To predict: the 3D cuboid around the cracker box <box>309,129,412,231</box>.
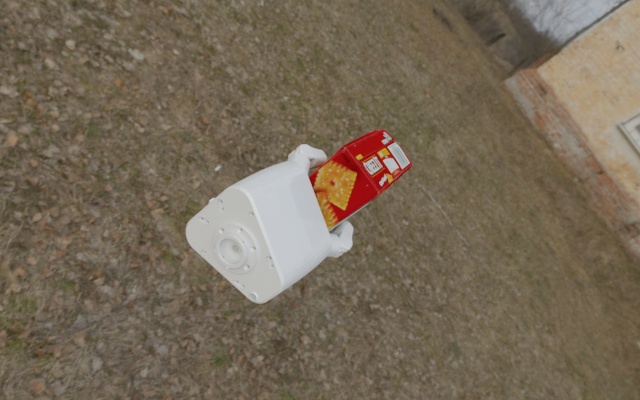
[{"bbox_3d":[0.000,0.002,0.620,0.214,0.072,0.164,-36,-1,28],"label":"cracker box"}]
